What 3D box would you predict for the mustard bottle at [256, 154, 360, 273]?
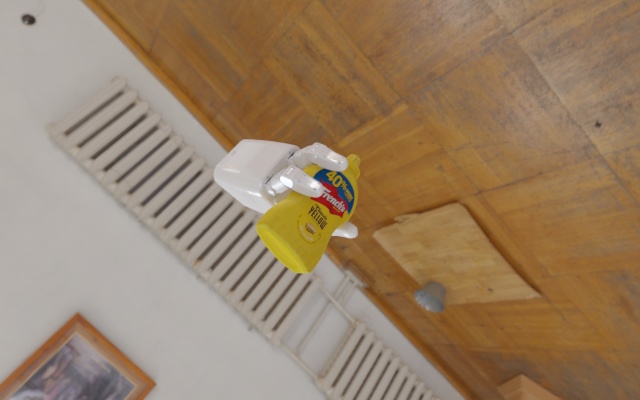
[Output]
[{"bbox_3d":[0.000,0.002,0.666,0.058,0.096,0.191,-10,35,53],"label":"mustard bottle"}]
